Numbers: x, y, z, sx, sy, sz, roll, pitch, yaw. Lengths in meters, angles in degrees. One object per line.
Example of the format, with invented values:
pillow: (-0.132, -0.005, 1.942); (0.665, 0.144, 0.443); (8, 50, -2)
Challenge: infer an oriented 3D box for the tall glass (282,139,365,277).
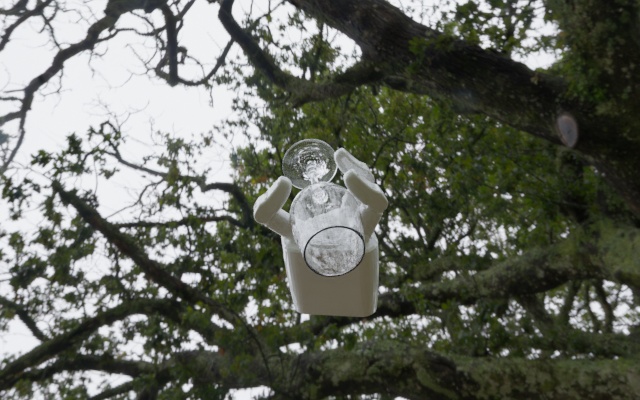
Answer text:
tall glass: (0.000, 0.001, 0.550); (0.079, 0.079, 0.201); (0, 29, -9)
